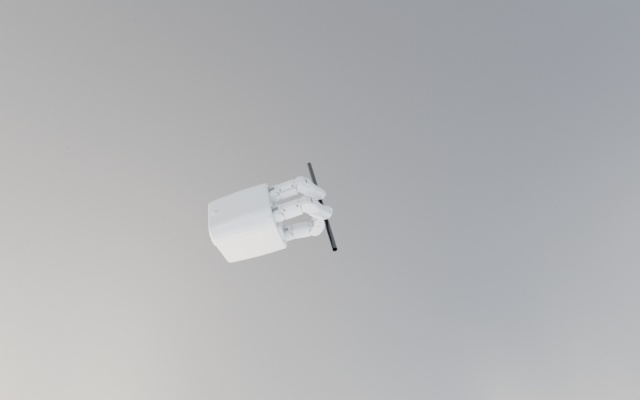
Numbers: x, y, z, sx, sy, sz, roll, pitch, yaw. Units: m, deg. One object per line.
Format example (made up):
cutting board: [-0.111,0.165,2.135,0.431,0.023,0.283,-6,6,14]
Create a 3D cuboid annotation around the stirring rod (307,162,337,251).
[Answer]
stirring rod: [0.000,0.003,0.829,0.011,0.011,0.239,0,37,-13]
